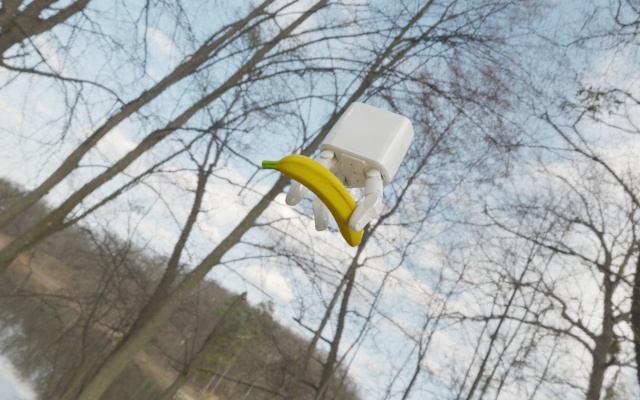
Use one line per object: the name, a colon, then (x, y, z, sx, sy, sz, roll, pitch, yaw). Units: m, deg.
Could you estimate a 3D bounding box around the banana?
banana: (0.010, -0.003, 0.666, 0.198, 0.037, 0.069, 44, -35, -25)
